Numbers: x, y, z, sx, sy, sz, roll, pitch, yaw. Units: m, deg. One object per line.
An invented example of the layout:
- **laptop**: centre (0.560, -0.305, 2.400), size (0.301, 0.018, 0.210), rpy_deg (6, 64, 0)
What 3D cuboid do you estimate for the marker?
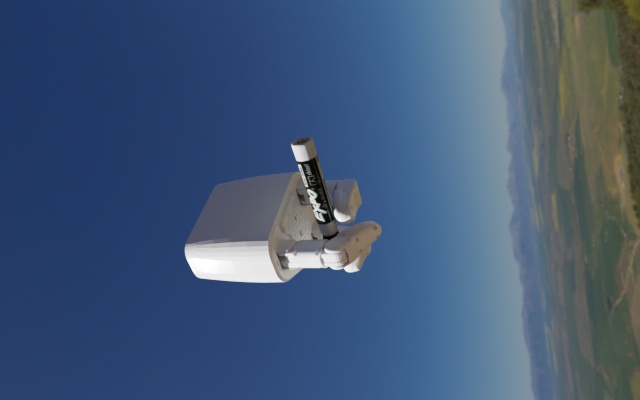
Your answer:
- **marker**: centre (0.000, 0.001, 0.431), size (0.020, 0.121, 0.020), rpy_deg (-14, 26, 7)
